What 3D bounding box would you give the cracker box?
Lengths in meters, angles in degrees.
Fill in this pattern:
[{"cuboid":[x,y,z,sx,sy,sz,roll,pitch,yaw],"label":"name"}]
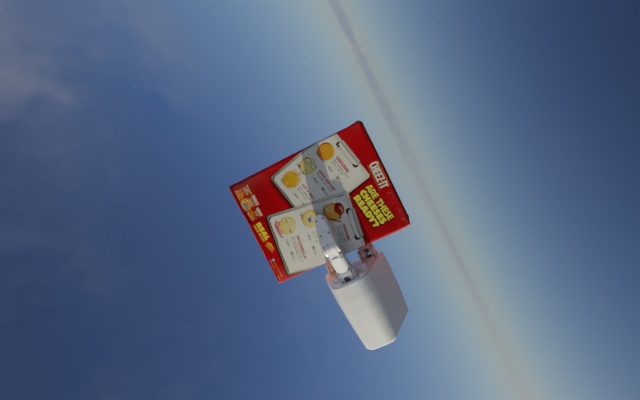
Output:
[{"cuboid":[0.000,0.002,0.706,0.214,0.164,0.072,-26,6,12],"label":"cracker box"}]
